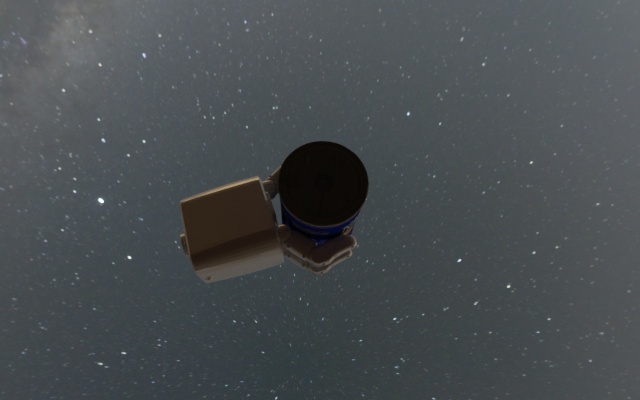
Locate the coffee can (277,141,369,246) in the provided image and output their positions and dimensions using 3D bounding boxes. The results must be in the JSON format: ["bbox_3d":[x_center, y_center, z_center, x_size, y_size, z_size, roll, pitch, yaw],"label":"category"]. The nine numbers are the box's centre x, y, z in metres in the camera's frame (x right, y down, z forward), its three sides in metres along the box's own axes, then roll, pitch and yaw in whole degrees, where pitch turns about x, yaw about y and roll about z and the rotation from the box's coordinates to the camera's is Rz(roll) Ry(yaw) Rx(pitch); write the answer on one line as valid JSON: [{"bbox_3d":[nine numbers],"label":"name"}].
[{"bbox_3d":[0.000,0.002,0.599,0.103,0.102,0.140,0,-19,-3],"label":"coffee can"}]
